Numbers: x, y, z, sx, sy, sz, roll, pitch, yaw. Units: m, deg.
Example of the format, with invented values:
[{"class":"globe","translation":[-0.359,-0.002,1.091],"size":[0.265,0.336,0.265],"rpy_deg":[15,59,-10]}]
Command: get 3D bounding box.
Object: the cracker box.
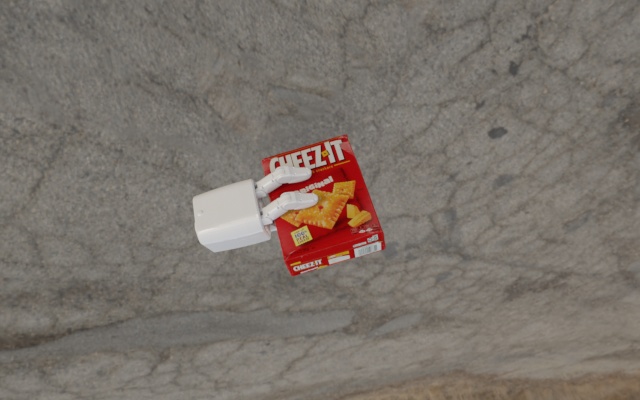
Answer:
[{"class":"cracker box","translation":[0.000,0.003,0.815],"size":[0.164,0.213,0.072],"rpy_deg":[-16,-33,-1]}]
